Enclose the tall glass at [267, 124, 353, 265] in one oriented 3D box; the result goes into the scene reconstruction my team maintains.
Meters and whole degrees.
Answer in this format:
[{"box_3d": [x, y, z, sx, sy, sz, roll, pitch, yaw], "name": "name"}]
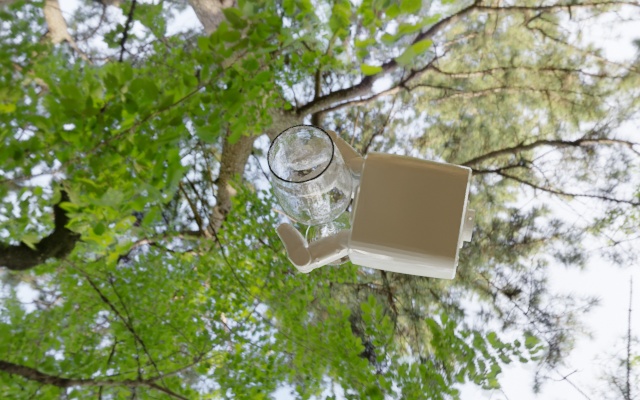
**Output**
[{"box_3d": [0.000, 0.002, 0.509, 0.079, 0.079, 0.201, 0, -26, 12], "name": "tall glass"}]
